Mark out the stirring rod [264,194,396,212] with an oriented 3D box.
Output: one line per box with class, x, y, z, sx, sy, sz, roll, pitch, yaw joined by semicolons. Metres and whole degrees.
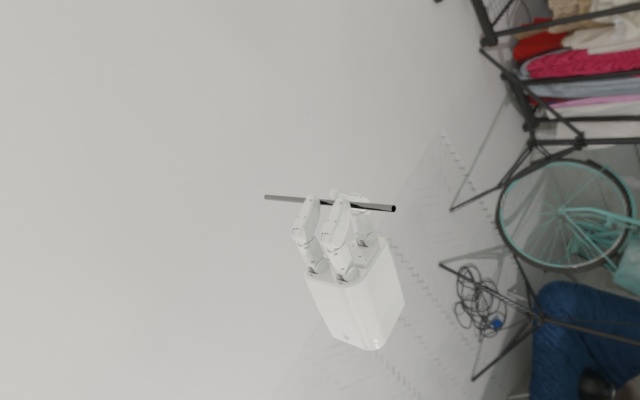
stirring rod;0.000;0.002;0.607;0.011;0.011;0.239;0;3;-41
